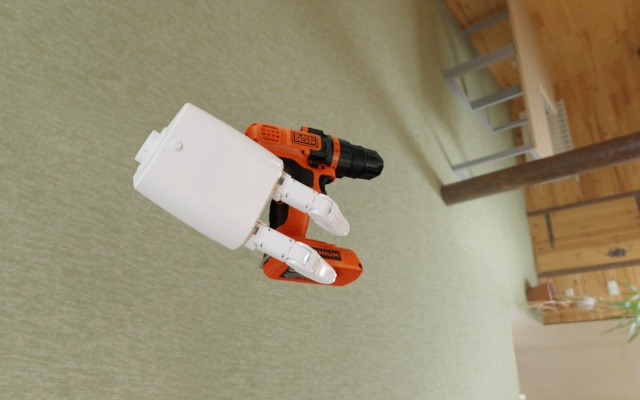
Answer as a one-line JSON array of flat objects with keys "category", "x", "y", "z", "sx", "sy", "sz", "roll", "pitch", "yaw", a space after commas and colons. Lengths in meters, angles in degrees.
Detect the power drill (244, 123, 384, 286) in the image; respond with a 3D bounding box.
[{"category": "power drill", "x": 0.000, "y": 0.002, "z": 0.553, "sx": 0.184, "sy": 0.187, "sz": 0.057, "roll": 8, "pitch": -34, "yaw": -21}]
